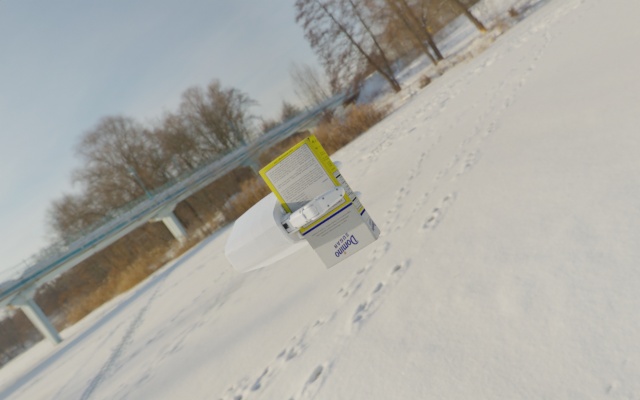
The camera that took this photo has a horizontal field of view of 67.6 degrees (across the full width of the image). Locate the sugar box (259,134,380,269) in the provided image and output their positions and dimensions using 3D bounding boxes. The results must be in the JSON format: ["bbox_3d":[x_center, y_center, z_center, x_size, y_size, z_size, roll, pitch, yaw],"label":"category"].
[{"bbox_3d":[0.000,0.002,0.697,0.093,0.176,0.048,-33,6,21],"label":"sugar box"}]
